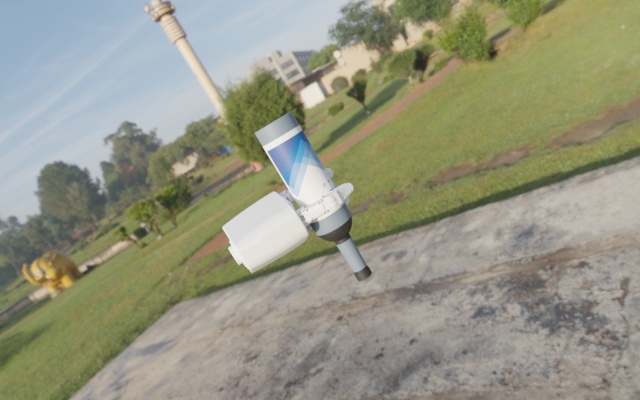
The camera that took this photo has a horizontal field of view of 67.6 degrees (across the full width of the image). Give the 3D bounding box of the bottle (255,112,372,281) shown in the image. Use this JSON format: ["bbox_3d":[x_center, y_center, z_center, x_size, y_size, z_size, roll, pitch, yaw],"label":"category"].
[{"bbox_3d":[0.000,0.002,0.769,0.069,0.296,0.069,-30,11,6],"label":"bottle"}]
